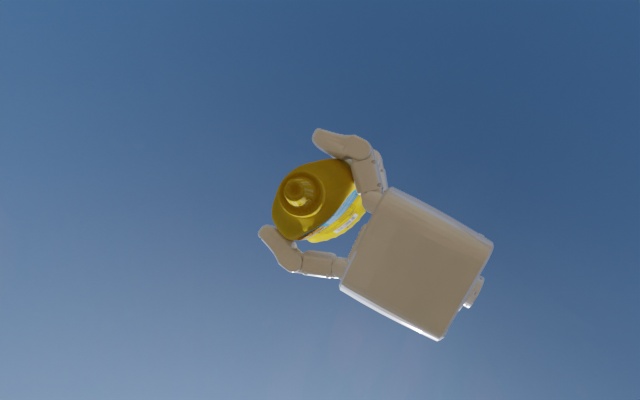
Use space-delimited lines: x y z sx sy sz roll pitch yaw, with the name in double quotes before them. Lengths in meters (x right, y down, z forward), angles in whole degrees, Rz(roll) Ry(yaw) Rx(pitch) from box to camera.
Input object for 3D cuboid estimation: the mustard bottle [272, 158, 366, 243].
"mustard bottle" 0.000 0.001 0.488 0.096 0.058 0.191 -39 -12 7
